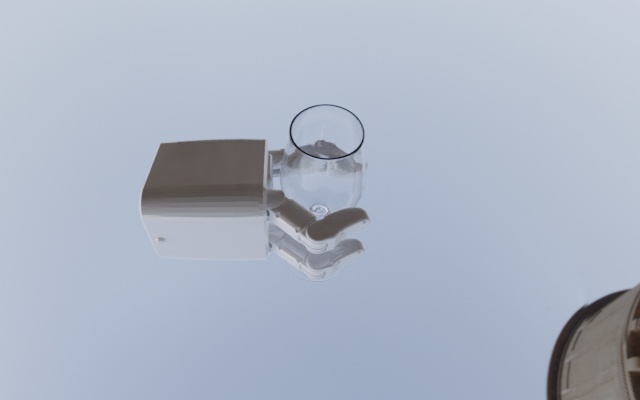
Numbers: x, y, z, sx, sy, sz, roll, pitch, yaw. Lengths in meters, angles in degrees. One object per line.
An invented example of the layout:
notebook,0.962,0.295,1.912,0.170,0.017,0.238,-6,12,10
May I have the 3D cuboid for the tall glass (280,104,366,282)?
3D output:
tall glass,0.000,0.002,0.465,0.079,0.079,0.201,0,-36,-4
